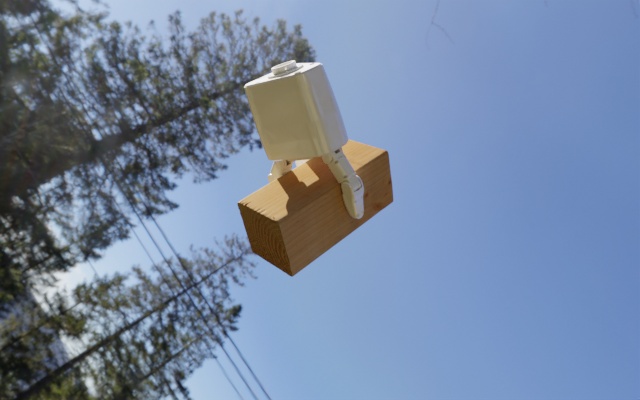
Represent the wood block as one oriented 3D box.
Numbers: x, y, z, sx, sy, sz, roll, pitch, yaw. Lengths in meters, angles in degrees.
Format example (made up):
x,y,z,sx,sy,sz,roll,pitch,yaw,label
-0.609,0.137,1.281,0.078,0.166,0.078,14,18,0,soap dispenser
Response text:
x,y,z,sx,sy,sz,roll,pitch,yaw,label
0.000,0.002,0.671,0.206,0.090,0.091,-33,39,-31,wood block
